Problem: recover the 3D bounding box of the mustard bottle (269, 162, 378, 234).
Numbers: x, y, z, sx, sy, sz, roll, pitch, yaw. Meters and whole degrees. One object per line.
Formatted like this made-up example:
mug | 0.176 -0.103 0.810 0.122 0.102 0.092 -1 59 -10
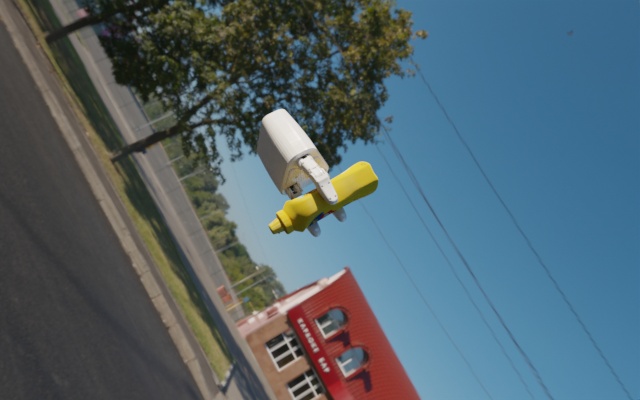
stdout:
mustard bottle | 0.001 0.003 0.802 0.191 0.058 0.096 -28 -1 -13
